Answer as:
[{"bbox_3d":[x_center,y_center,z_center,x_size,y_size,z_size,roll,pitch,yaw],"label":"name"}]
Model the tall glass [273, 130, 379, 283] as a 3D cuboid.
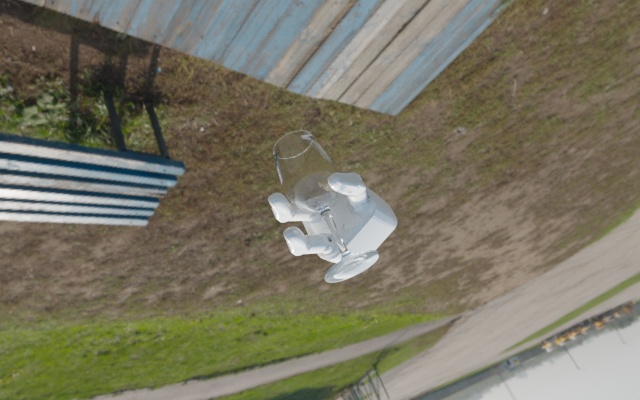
[{"bbox_3d":[0.000,0.003,0.629,0.079,0.201,0.079,-21,-27,-11],"label":"tall glass"}]
